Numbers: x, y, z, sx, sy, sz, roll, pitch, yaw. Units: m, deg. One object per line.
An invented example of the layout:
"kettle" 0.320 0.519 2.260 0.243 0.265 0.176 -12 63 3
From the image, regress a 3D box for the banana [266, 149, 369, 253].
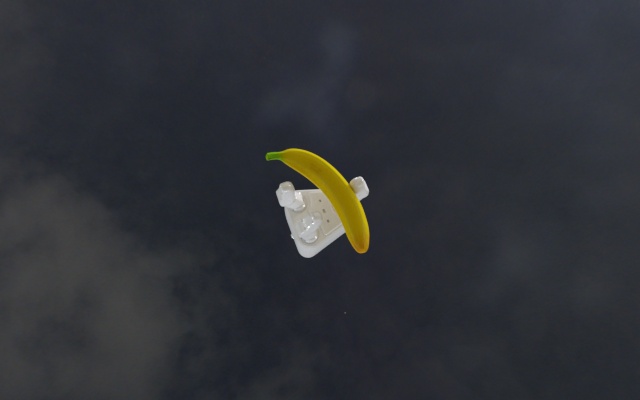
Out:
"banana" 0.011 -0.012 0.689 0.069 0.198 0.037 -42 -9 -22
